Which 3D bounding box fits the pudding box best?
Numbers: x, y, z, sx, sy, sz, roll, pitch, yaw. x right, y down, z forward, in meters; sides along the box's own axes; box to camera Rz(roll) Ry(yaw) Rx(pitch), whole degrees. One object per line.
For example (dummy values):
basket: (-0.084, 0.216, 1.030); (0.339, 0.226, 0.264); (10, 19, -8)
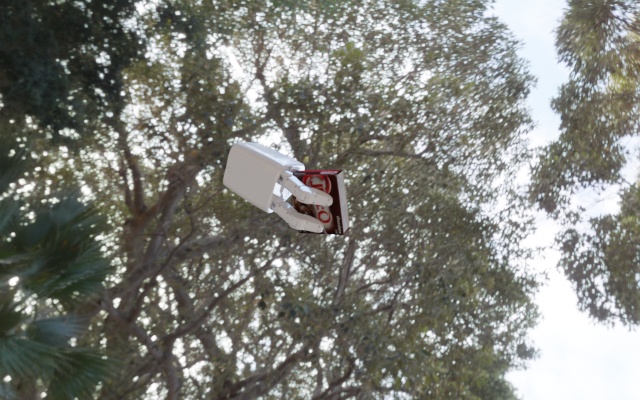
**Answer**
pudding box: (0.000, 0.003, 0.837); (0.090, 0.113, 0.039); (1, 22, 27)
